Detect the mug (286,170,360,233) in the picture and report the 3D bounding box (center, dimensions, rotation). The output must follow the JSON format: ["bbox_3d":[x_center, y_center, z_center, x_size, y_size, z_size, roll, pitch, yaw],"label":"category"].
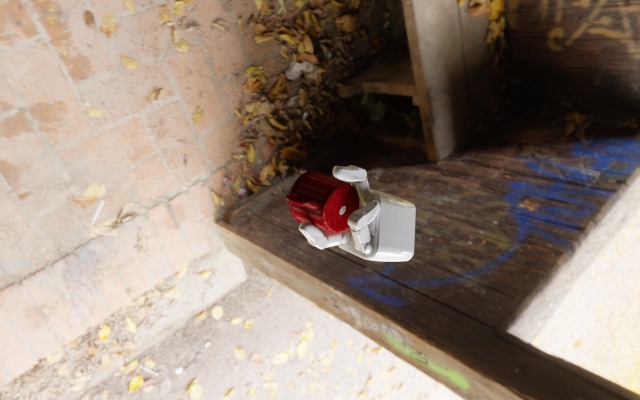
[{"bbox_3d":[-0.001,0.002,0.762,0.117,0.093,0.081,11,6,-43],"label":"mug"}]
